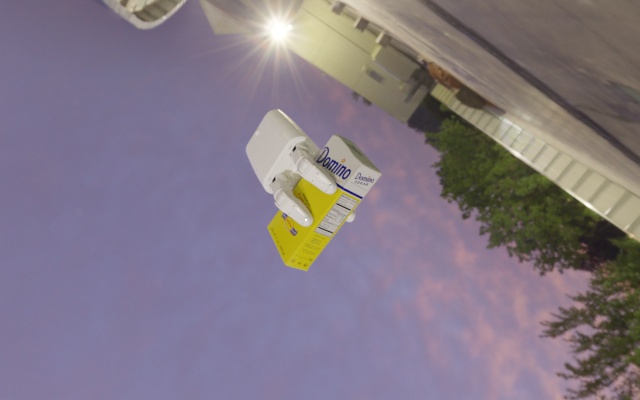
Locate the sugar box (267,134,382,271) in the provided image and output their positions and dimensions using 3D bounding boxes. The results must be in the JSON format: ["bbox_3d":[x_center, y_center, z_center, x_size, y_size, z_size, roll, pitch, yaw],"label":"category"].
[{"bbox_3d":[0.000,0.002,0.663,0.048,0.176,0.093,21,22,-36],"label":"sugar box"}]
